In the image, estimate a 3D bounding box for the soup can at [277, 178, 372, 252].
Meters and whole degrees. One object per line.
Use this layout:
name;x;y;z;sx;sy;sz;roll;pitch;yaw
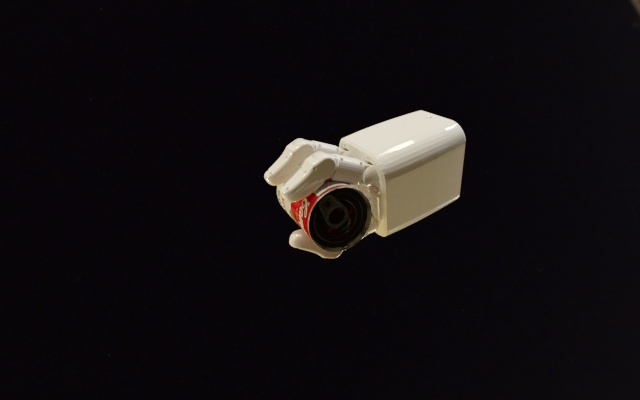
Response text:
soup can;0.000;0.002;0.503;0.068;0.068;0.102;0;20;-25
